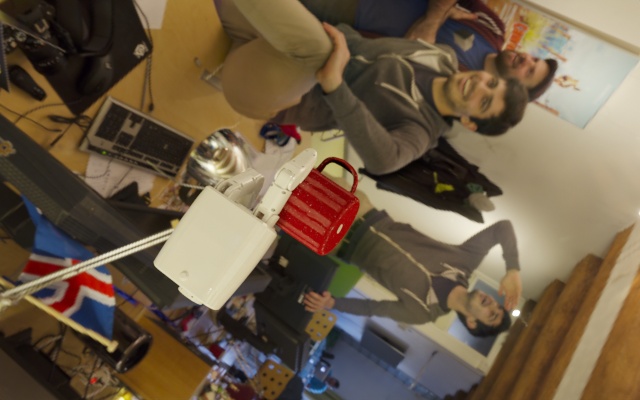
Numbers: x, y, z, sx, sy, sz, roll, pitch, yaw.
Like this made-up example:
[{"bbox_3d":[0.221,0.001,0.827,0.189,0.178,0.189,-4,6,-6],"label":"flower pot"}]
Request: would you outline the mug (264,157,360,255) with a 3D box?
[{"bbox_3d":[0.001,0.001,0.573,0.081,0.117,0.093,34,-9,16],"label":"mug"}]
